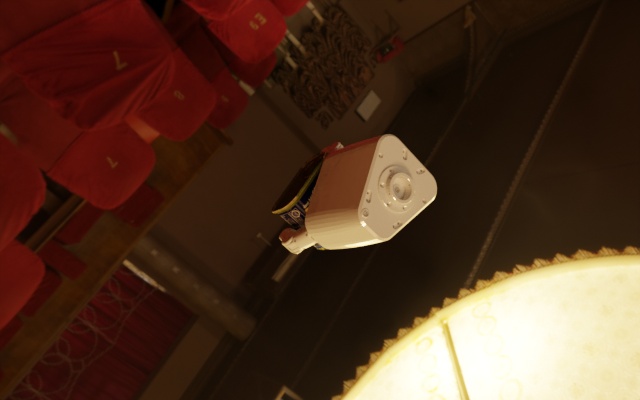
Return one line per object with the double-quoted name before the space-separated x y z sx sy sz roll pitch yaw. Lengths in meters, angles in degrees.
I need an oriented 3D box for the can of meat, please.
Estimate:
"can of meat" 0.000 0.002 0.627 0.084 0.102 0.057 43 -30 -18
